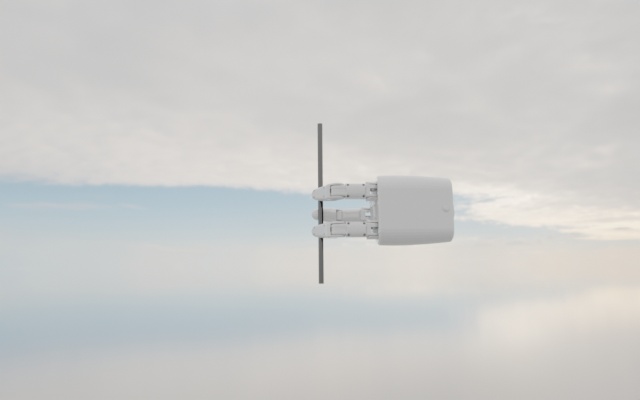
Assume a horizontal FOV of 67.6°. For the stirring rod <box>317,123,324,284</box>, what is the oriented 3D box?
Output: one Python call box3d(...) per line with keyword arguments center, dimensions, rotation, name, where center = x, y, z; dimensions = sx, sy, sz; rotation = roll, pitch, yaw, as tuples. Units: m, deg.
box3d(center=(0.000, 0.002, 0.712), dimensions=(0.011, 0.239, 0.011), rotation=(0, -8, 0), name="stirring rod")
